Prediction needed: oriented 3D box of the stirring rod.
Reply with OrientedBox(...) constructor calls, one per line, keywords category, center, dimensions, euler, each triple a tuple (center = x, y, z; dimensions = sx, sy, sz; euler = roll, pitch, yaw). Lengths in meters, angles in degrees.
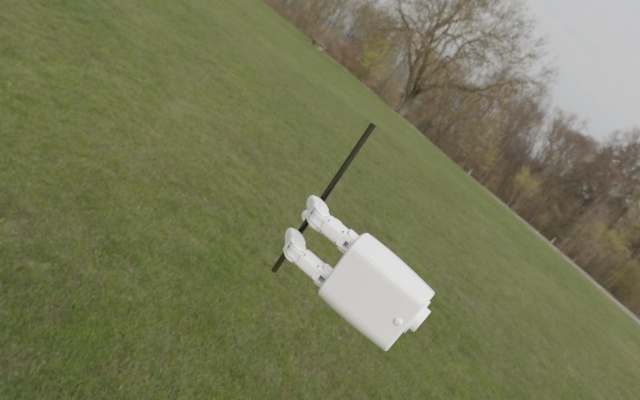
OrientedBox(category="stirring rod", center=(0.000, 0.002, 0.621), dimensions=(0.011, 0.239, 0.011), euler=(31, 18, -11))
